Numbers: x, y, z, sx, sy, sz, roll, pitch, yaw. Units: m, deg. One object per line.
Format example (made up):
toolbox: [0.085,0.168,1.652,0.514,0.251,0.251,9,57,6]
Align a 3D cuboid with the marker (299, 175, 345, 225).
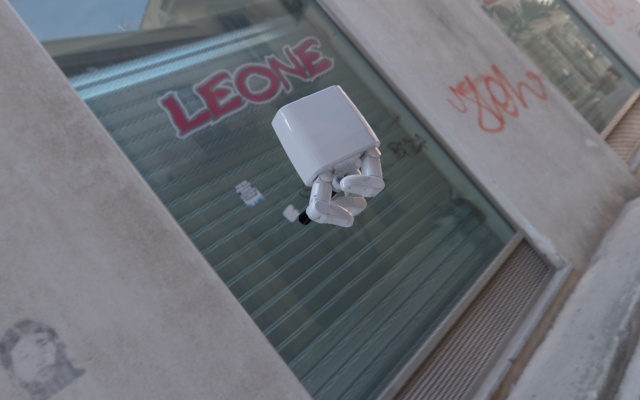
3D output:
marker: [0.000,0.002,0.667,0.020,0.020,0.121,0,-28,-30]
